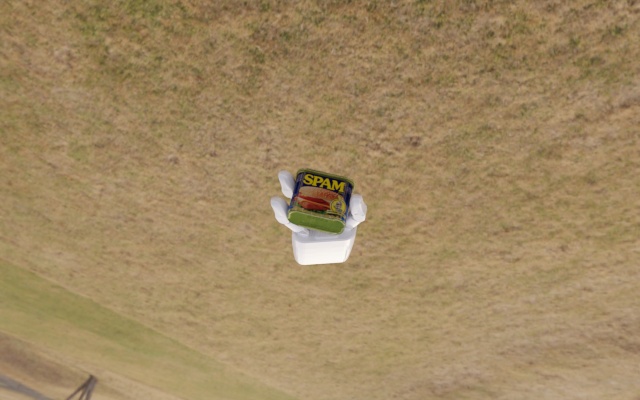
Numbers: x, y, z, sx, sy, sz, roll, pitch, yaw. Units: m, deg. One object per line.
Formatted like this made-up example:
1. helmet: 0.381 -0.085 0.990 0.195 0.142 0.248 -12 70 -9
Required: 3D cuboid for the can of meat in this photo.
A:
1. can of meat: 0.000 0.003 0.793 0.102 0.084 0.057 13 -31 1
